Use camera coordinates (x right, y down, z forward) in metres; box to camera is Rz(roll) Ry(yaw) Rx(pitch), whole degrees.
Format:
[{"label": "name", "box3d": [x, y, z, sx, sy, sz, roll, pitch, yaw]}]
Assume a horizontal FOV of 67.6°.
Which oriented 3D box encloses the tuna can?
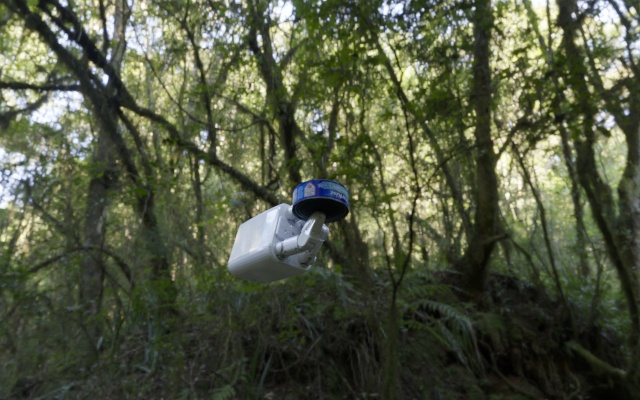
[{"label": "tuna can", "box3d": [0.000, 0.002, 0.721, 0.086, 0.033, 0.086, 1, -28, 0]}]
